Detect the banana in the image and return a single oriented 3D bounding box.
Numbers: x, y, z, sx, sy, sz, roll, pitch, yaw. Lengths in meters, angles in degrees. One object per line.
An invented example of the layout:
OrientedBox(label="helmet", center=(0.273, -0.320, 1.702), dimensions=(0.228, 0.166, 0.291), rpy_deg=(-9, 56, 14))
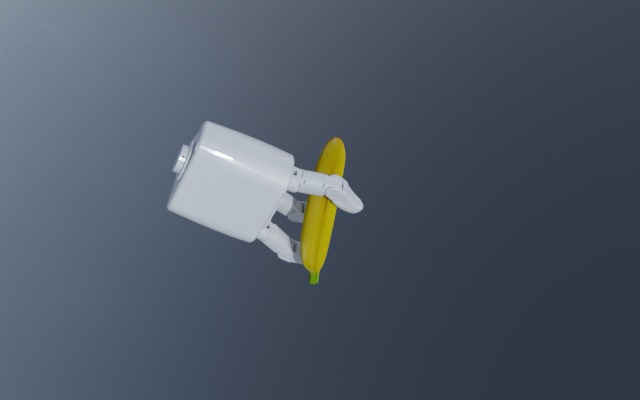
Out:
OrientedBox(label="banana", center=(0.002, 0.000, 0.590), dimensions=(0.037, 0.197, 0.070), rpy_deg=(13, -17, -4))
